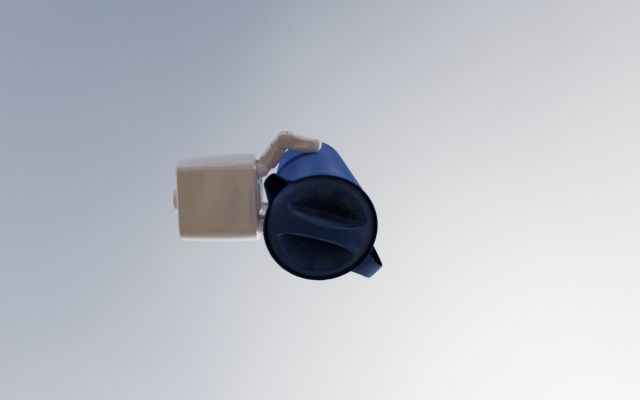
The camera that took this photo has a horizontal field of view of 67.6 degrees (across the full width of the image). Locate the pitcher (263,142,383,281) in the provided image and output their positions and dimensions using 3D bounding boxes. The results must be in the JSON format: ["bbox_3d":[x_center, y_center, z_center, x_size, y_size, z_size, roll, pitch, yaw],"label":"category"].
[{"bbox_3d":[0.000,0.002,0.656,0.145,0.149,0.242,-3,20,-3],"label":"pitcher"}]
